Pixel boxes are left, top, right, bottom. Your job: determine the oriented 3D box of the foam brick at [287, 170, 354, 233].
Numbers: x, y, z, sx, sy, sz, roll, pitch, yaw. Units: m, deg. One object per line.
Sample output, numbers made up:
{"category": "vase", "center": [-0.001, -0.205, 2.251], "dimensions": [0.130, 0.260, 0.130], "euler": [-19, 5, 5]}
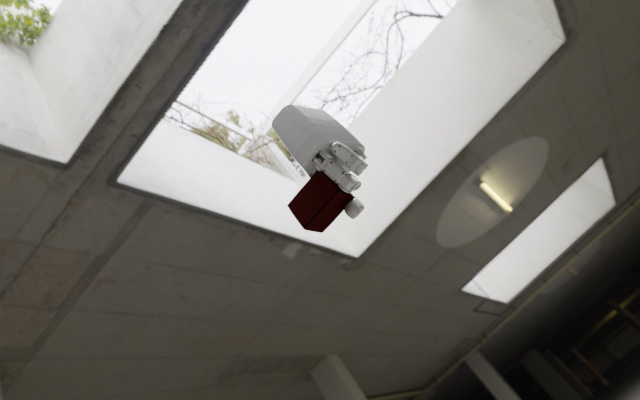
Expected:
{"category": "foam brick", "center": [0.000, 0.003, 0.715], "dimensions": [0.051, 0.078, 0.053], "euler": [49, 15, 28]}
